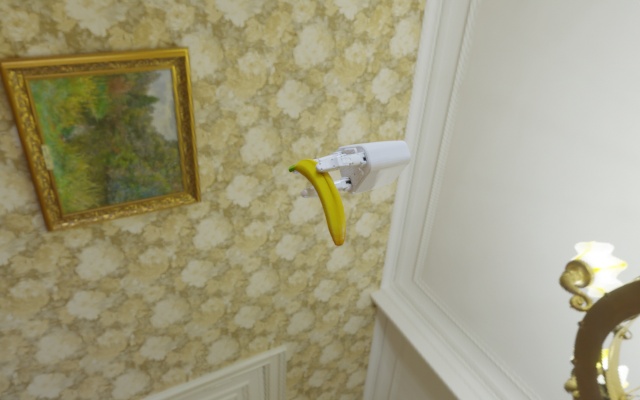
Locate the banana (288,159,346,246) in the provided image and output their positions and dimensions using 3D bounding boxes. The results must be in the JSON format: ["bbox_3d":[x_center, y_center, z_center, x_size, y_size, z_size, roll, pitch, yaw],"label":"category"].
[{"bbox_3d":[0.005,-0.012,0.878,0.037,0.197,0.070,-11,-34,-32],"label":"banana"}]
